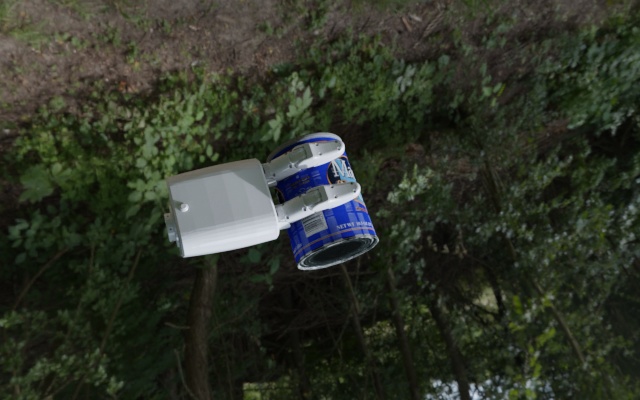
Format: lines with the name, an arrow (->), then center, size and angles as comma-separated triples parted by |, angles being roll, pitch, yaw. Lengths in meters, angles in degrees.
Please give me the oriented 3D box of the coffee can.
coffee can -> 0.000, 0.002, 0.593 | 0.103, 0.140, 0.103 | -17, -20, -6
